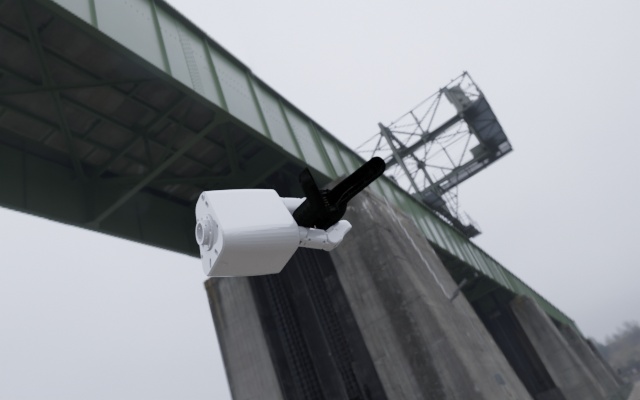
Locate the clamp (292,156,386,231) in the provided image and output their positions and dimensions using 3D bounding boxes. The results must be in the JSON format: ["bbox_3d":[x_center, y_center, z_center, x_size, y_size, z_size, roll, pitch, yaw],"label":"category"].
[{"bbox_3d":[0.000,0.002,0.630,0.120,0.039,0.171,0,-37,-33],"label":"clamp"}]
